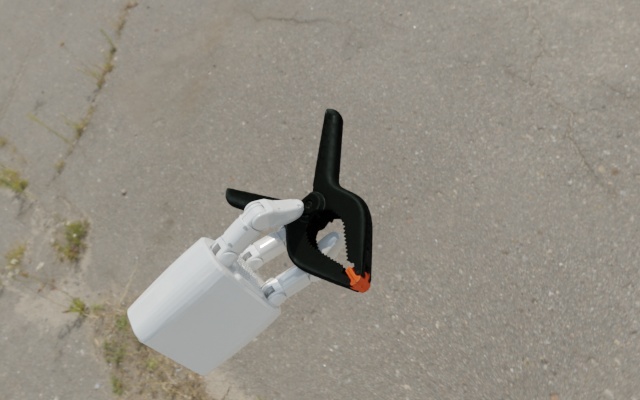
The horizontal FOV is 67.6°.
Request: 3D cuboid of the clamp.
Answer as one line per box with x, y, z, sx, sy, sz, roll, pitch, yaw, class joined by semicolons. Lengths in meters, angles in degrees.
0.000;0.002;0.498;0.210;0.164;0.036;49;5;38;clamp
